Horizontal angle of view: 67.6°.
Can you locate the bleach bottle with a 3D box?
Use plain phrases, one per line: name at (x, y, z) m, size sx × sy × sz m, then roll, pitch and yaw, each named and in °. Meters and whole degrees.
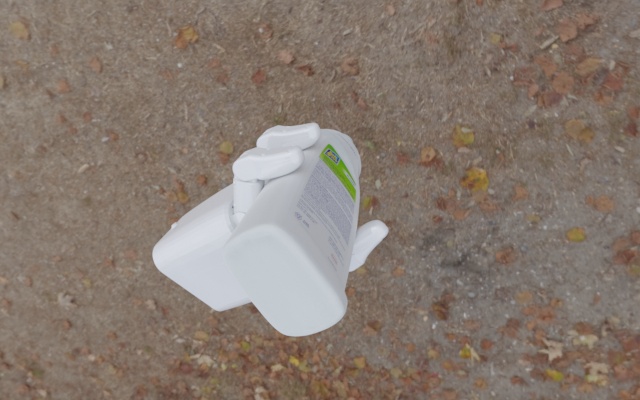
bleach bottle at (0.000, 0.001, 0.448) m, size 0.068 × 0.102 × 0.250 m, roll -26°, pitch 19°, yaw 26°
